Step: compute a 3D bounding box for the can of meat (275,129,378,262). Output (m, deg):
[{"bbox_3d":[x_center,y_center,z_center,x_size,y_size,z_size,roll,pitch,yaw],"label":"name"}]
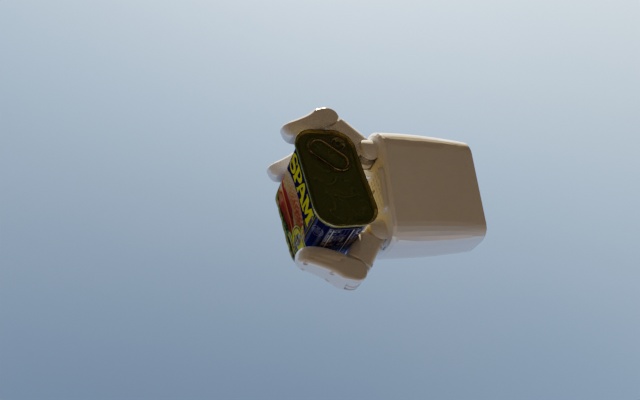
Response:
[{"bbox_3d":[0.000,0.002,0.432,0.057,0.102,0.084,-2,-34,-23],"label":"can of meat"}]
